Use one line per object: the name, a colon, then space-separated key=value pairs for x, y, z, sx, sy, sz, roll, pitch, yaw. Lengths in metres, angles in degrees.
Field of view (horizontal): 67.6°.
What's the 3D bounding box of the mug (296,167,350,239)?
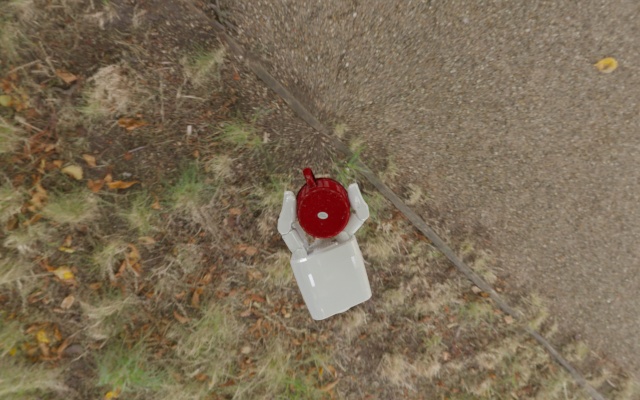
mug: x=0.000 y=0.001 z=0.759 sx=0.093 sy=0.117 sz=0.081 roll=-20 pitch=9 yaw=3
